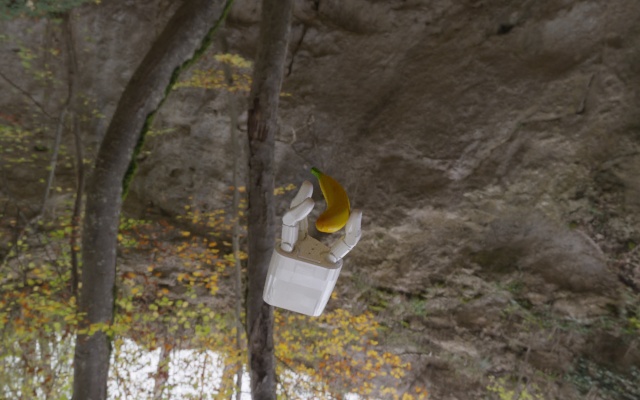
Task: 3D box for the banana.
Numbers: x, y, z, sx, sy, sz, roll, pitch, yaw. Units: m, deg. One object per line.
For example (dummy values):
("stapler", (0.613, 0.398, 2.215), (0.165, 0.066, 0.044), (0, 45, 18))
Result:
("banana", (0.017, 0.007, 0.778), (0.069, 0.037, 0.197), (18, 24, -13))
